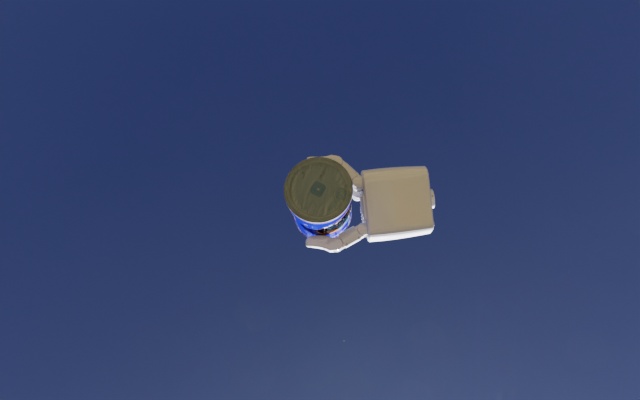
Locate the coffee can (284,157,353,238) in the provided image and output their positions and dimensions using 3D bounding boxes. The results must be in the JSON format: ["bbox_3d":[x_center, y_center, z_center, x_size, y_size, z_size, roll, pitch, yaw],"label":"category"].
[{"bbox_3d":[0.000,0.003,0.770,0.103,0.102,0.140,0,-16,3],"label":"coffee can"}]
